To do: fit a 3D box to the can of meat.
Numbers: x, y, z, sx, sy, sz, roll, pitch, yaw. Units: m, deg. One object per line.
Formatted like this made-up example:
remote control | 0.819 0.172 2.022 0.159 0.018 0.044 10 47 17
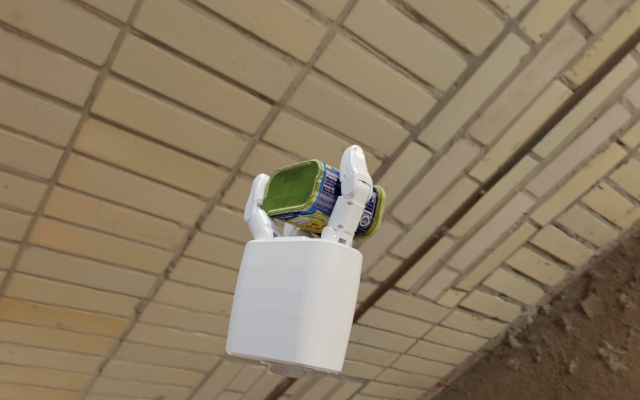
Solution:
can of meat | 0.000 0.001 0.490 0.084 0.057 0.102 23 -20 -32
